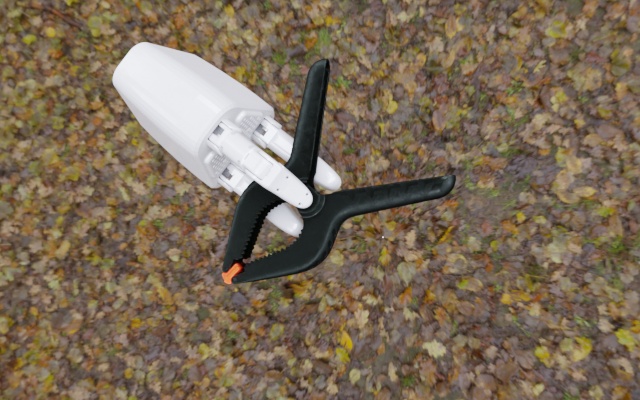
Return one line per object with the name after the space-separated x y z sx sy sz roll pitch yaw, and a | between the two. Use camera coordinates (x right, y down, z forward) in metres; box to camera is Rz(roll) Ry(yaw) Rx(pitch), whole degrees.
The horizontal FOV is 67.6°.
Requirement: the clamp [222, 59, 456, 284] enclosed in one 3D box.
-0.001 0.002 0.416 0.164 0.210 0.036 38 1 12 | clamp
